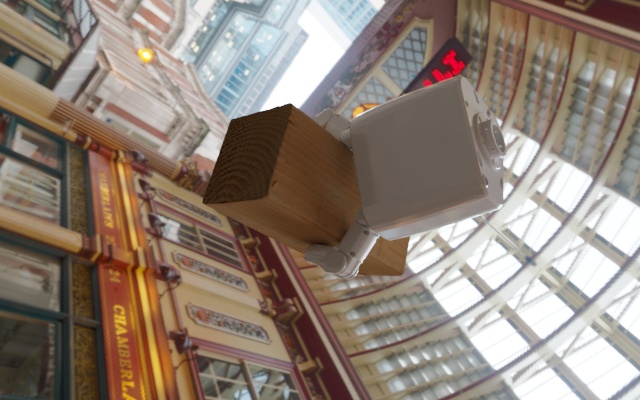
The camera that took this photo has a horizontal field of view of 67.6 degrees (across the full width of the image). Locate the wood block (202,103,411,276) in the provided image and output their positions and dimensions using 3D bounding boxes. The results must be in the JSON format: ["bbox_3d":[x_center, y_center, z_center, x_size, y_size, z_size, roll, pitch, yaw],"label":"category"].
[{"bbox_3d":[0.000,0.002,0.479,0.090,0.090,0.206,-4,-27,42],"label":"wood block"}]
